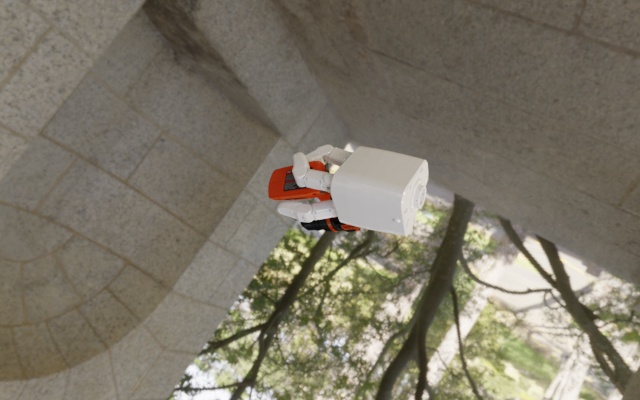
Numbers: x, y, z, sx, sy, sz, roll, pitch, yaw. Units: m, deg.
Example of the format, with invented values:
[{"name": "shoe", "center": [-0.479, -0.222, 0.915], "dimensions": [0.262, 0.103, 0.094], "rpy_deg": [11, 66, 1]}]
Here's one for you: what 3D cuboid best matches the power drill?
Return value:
[{"name": "power drill", "center": [0.000, 0.002, 0.802], "dimensions": [0.184, 0.057, 0.188], "rpy_deg": [-10, -26, 35]}]
